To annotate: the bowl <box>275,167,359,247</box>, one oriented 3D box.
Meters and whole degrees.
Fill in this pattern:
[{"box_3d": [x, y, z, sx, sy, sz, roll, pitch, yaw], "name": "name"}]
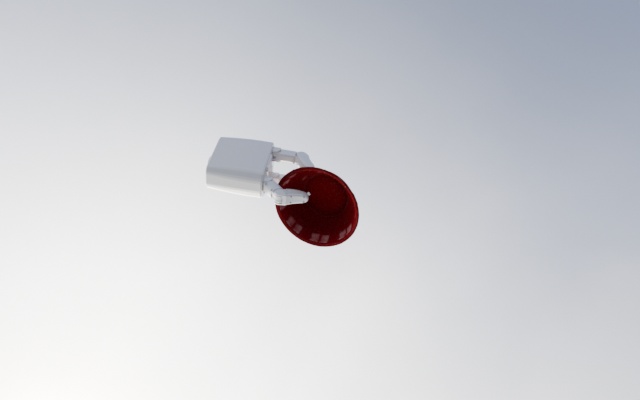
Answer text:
[{"box_3d": [0.001, 0.003, 0.872, 0.162, 0.162, 0.055, 0, 27, 23], "name": "bowl"}]
